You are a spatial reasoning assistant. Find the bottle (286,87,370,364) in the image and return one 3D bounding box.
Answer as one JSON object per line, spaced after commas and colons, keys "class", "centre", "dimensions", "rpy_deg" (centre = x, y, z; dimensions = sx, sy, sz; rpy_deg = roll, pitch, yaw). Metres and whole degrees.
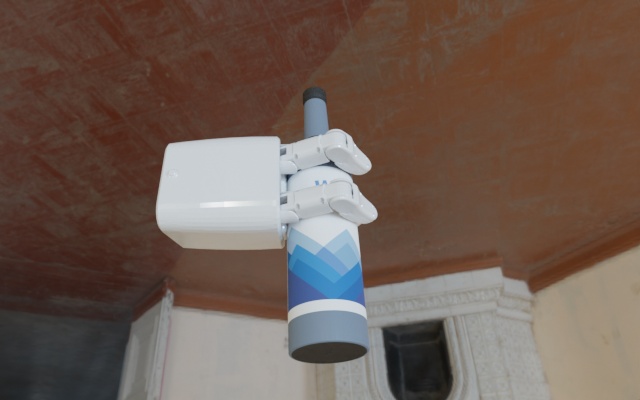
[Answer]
{"class": "bottle", "centre": [0.000, 0.002, 0.468], "dimensions": [0.069, 0.295, 0.069], "rpy_deg": [-2, -33, -2]}
